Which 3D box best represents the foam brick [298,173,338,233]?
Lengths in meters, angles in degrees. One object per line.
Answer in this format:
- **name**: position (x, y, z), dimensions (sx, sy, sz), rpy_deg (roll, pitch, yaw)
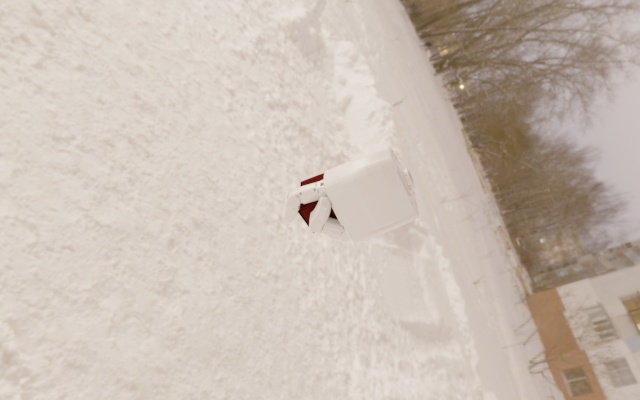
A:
- **foam brick**: position (0.000, 0.002, 0.759), dimensions (0.051, 0.053, 0.078), rpy_deg (-22, 36, 18)
